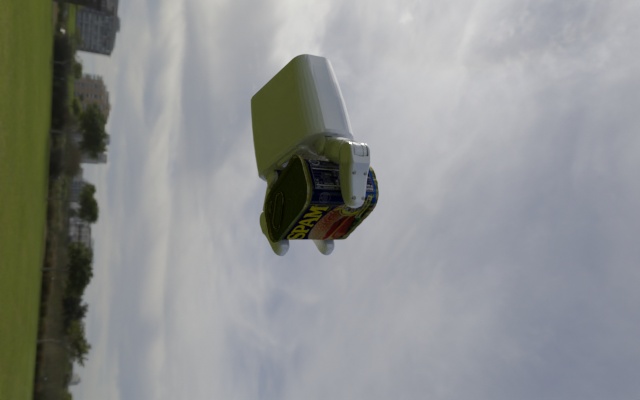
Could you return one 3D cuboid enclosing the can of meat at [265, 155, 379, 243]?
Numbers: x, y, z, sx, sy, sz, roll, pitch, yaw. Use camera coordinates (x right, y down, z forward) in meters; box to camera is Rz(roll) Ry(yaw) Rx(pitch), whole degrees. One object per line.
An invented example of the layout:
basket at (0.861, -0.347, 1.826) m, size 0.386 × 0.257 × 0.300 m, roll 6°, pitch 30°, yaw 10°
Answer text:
can of meat at (0.000, 0.002, 0.492) m, size 0.084 × 0.057 × 0.102 m, roll 2°, pitch -32°, yaw -28°
